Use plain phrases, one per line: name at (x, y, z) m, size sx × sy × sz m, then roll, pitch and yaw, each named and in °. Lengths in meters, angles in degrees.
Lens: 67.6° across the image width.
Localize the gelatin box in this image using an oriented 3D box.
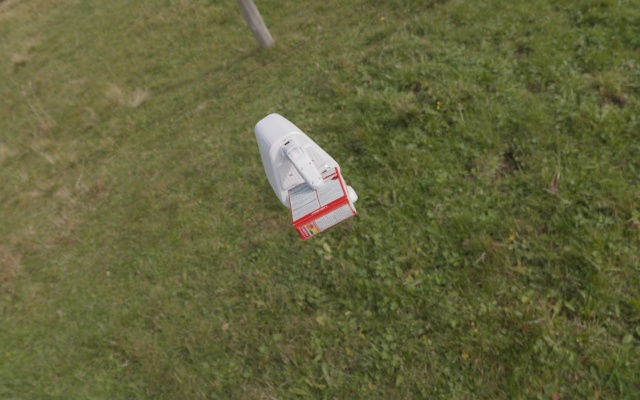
gelatin box at (0.000, 0.002, 0.596) m, size 0.073 × 0.030 × 0.089 m, roll -27°, pitch 30°, yaw 7°
